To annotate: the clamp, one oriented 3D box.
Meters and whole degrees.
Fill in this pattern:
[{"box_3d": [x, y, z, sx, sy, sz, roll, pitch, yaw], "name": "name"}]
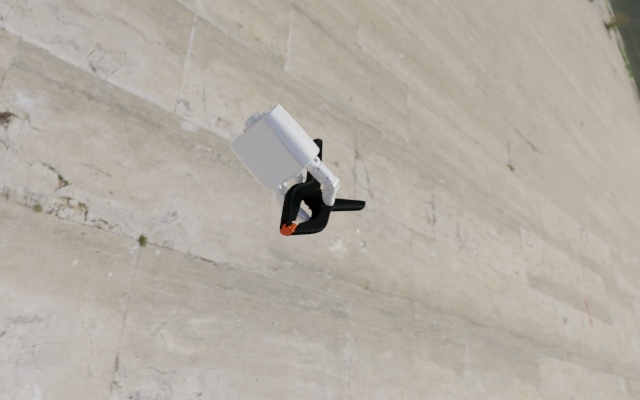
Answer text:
[{"box_3d": [0.000, 0.003, 0.861, 0.036, 0.164, 0.210, -26, 22, 44], "name": "clamp"}]
